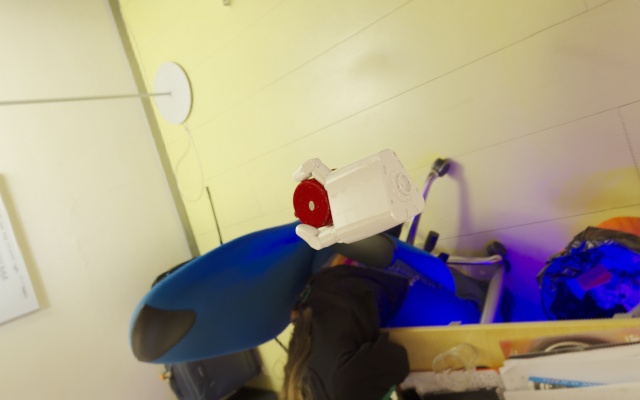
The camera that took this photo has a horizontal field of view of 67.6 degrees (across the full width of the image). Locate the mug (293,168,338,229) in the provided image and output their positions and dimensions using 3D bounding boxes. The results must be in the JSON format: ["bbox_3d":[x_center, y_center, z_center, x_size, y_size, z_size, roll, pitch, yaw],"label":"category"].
[{"bbox_3d":[-0.001,0.003,0.802,0.117,0.093,0.081,-26,-5,42],"label":"mug"}]
